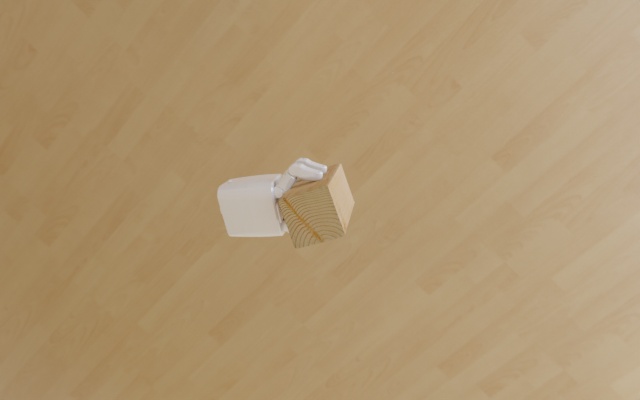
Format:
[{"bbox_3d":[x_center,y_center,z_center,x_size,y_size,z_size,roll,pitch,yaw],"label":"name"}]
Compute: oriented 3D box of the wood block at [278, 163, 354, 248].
[{"bbox_3d":[0.000,0.003,0.873,0.090,0.091,0.206,-16,12,12],"label":"wood block"}]
